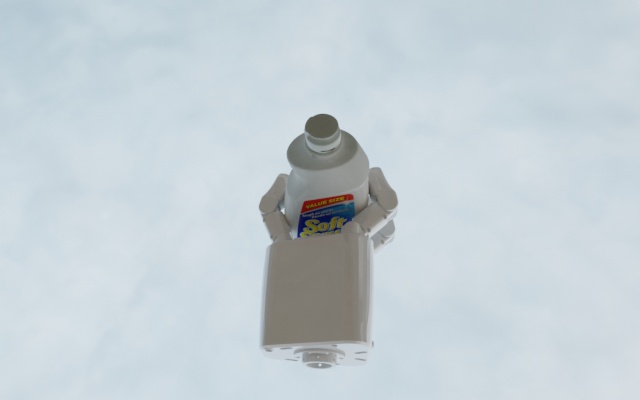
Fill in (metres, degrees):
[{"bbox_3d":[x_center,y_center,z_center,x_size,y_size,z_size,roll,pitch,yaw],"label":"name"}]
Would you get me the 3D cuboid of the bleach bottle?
[{"bbox_3d":[0.000,0.002,0.511,0.102,0.068,0.251,1,-31,4],"label":"bleach bottle"}]
